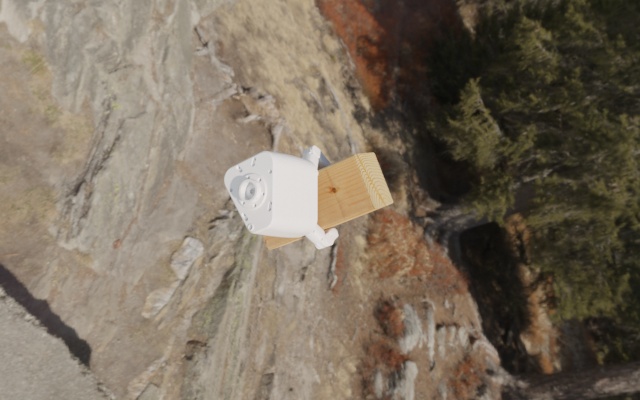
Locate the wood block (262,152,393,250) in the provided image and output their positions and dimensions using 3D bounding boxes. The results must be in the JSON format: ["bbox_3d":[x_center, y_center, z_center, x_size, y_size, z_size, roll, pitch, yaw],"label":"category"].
[{"bbox_3d":[0.000,0.003,0.790,0.206,0.091,0.090,-22,-4,28],"label":"wood block"}]
